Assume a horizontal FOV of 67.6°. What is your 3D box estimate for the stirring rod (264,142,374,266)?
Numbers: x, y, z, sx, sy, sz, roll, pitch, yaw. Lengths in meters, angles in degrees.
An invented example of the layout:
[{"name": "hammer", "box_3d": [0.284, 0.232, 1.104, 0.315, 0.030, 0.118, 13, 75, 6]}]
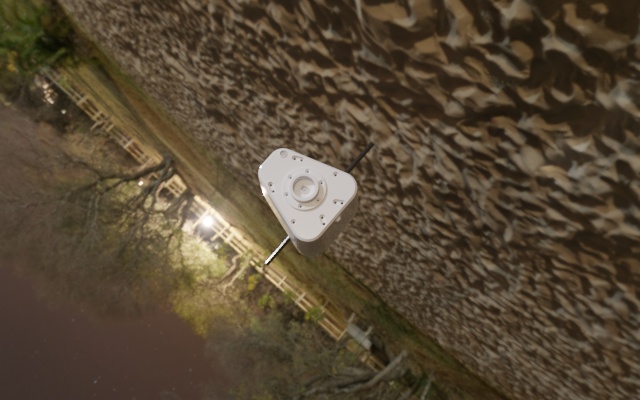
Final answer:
[{"name": "stirring rod", "box_3d": [0.000, 0.002, 0.705, 0.011, 0.239, 0.011, 40, -10, 8]}]
